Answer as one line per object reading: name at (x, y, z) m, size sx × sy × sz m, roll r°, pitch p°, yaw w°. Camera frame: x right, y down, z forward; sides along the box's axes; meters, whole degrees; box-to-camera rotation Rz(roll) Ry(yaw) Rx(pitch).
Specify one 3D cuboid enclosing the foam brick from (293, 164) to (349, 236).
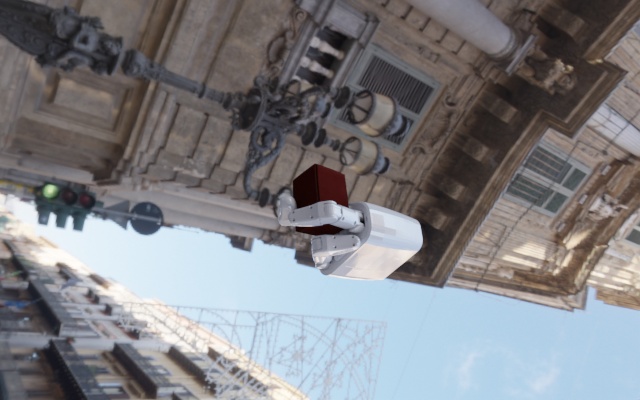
foam brick at (0.000, 0.002, 0.623) m, size 0.051 × 0.078 × 0.053 m, roll 14°, pitch -31°, yaw -36°
